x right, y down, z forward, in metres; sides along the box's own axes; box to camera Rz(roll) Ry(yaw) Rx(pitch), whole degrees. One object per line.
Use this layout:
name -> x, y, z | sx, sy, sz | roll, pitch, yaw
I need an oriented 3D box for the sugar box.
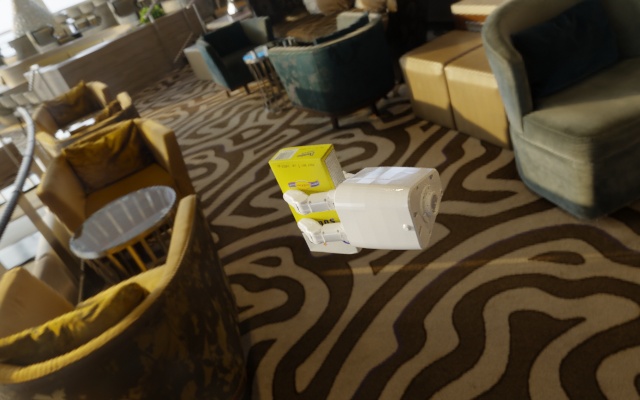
sugar box -> 0.000, 0.003, 0.714 | 0.093, 0.176, 0.048 | 0, 36, 34
